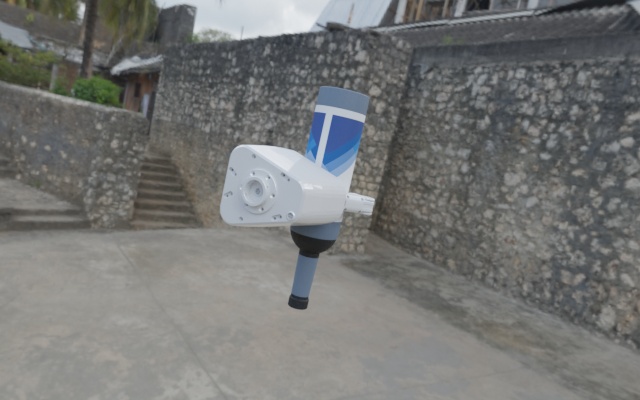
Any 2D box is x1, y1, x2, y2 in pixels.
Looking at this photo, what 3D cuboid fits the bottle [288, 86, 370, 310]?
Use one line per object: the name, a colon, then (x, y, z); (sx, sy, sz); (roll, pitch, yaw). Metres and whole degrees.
bottle: (0.000, 0.002, 0.638); (0.069, 0.296, 0.069); (12, 6, -1)
